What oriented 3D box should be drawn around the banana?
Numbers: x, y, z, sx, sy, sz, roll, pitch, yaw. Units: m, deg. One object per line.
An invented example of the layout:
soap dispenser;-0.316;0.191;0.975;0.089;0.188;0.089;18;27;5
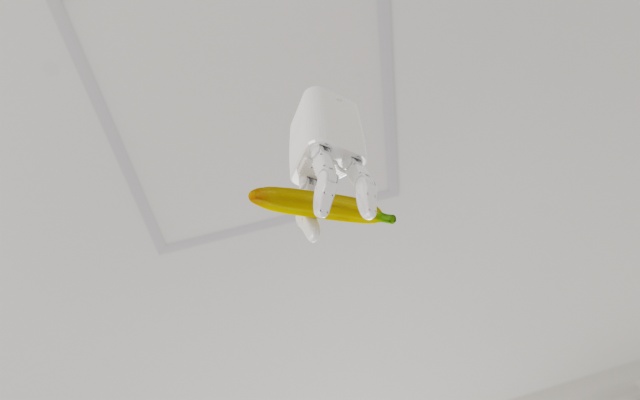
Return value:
banana;0.000;0.005;0.650;0.198;0.037;0.069;8;-9;-11
